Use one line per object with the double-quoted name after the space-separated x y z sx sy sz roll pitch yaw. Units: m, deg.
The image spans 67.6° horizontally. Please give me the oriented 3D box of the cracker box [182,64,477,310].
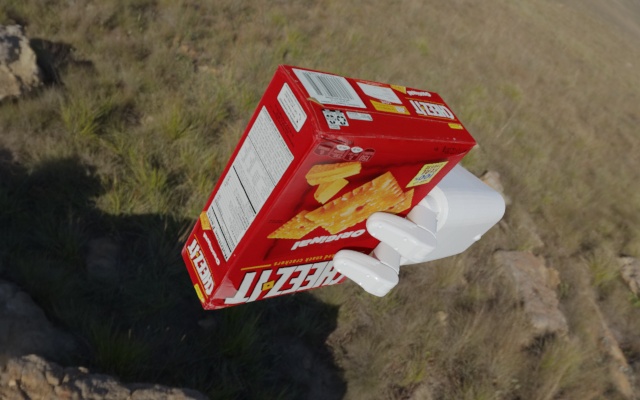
0.000 0.001 0.403 0.164 0.072 0.214 -2 -38 -39 "cracker box"
